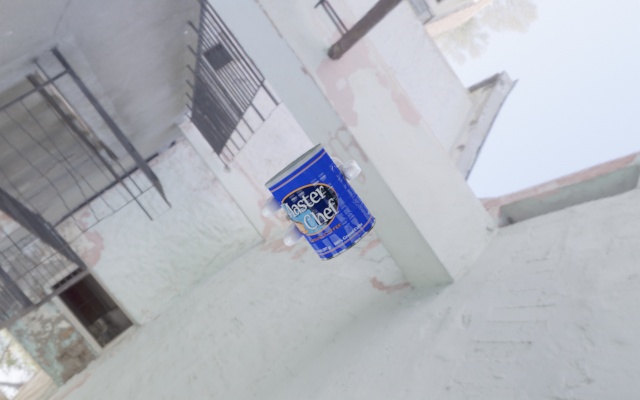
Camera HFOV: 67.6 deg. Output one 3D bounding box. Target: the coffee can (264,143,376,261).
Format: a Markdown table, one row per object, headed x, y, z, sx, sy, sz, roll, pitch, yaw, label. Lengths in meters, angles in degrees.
| x | y | z | sx | sy | sz | roll | pitch | yaw | label |
| --- | --- | --- | --- | --- | --- | --- | --- | --- | --- |
| 0.000 | 0.002 | 0.702 | 0.103 | 0.140 | 0.103 | -36 | 8 | 6 | coffee can |
